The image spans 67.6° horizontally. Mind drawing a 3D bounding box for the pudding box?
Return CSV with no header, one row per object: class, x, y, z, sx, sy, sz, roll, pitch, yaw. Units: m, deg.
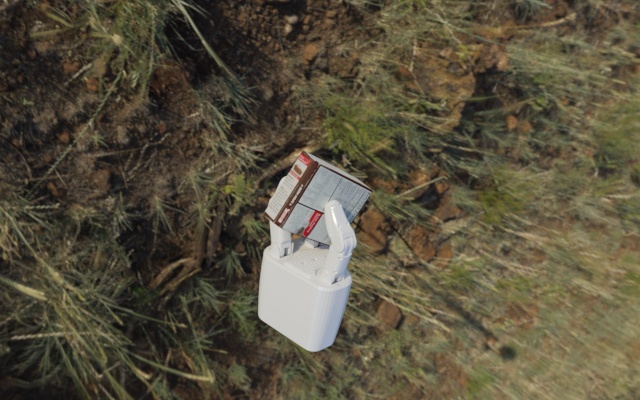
pudding box,0.000,0.002,0.573,0.039,0.090,0.113,38,10,40
